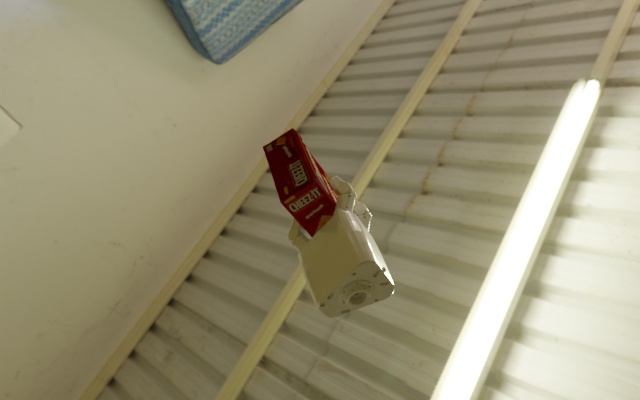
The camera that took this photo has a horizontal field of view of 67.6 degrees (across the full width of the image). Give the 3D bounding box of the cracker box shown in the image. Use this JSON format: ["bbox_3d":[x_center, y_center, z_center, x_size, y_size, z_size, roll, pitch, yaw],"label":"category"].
[{"bbox_3d":[0.000,0.003,0.811,0.072,0.214,0.164,-33,39,7],"label":"cracker box"}]
